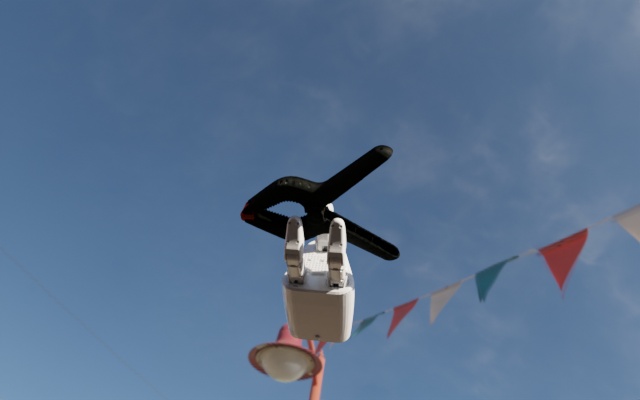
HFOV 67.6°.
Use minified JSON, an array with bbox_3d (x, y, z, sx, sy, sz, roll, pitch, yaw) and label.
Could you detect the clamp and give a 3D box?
[{"bbox_3d":[0.000,0.002,0.610,0.210,0.165,0.036,4,32,8],"label":"clamp"}]
